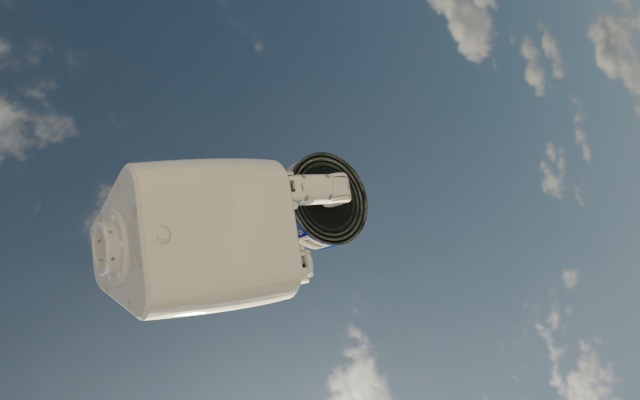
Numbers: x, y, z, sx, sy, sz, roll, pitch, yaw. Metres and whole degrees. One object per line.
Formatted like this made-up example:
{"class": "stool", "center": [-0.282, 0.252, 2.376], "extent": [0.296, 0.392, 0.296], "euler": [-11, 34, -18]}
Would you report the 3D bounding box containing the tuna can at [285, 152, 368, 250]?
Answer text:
{"class": "tuna can", "center": [0.000, 0.002, 0.437], "extent": [0.086, 0.086, 0.034], "euler": [0, -14, -37]}
